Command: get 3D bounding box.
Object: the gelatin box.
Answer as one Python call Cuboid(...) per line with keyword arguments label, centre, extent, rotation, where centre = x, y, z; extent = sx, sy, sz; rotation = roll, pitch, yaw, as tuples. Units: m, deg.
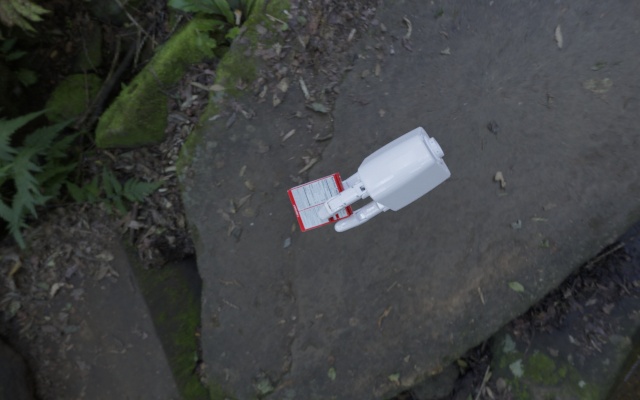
Cuboid(label="gelatin box", centre=(0.000, 0.003, 0.779), extent=(0.089, 0.073, 0.030), rotation=(-19, 5, 18))
